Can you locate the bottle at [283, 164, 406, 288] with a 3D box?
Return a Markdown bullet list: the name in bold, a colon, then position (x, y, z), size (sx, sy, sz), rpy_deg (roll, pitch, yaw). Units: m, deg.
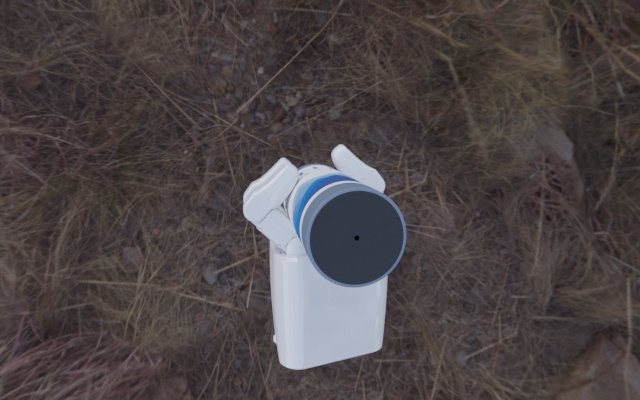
- **bottle**: position (0.000, 0.001, 0.448), size (0.069, 0.069, 0.295), rpy_deg (0, 9, -9)
